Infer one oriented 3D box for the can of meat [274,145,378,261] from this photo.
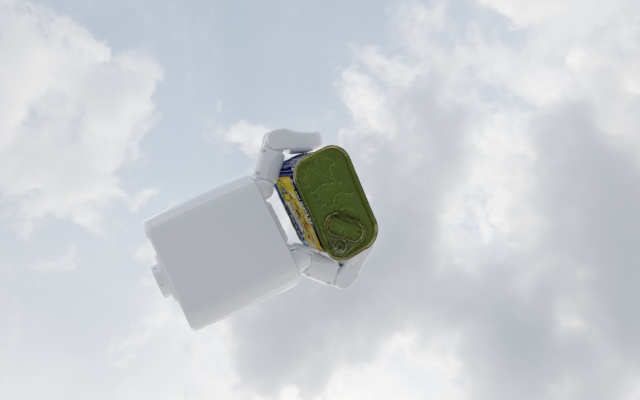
[{"bbox_3d":[0.000,0.001,0.462,0.057,0.102,0.084,-28,12,-19],"label":"can of meat"}]
